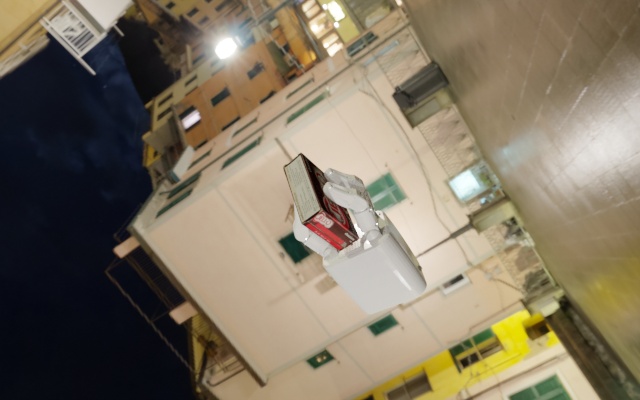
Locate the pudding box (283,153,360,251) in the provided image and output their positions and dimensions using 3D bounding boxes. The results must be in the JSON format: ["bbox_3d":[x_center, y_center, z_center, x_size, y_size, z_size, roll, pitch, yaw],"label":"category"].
[{"bbox_3d":[0.000,0.002,0.640,0.039,0.113,0.090,-36,-44,14],"label":"pudding box"}]
